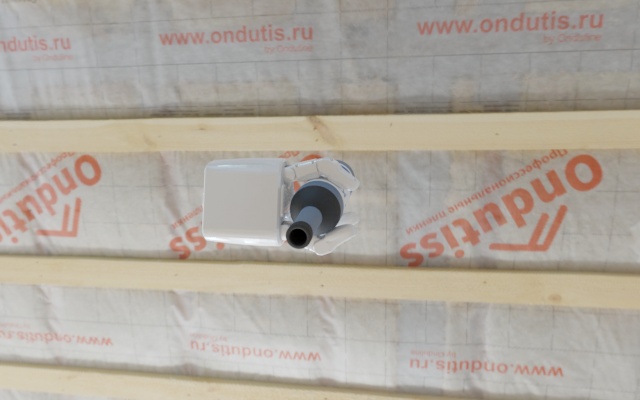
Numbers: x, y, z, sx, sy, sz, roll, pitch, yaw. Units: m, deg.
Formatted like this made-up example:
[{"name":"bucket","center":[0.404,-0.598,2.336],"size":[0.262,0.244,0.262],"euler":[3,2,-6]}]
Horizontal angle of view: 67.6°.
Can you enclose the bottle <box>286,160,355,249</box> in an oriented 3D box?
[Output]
[{"name":"bottle","center":[0.000,0.002,0.637],"size":[0.069,0.069,0.295],"euler":[0,14,9]}]
